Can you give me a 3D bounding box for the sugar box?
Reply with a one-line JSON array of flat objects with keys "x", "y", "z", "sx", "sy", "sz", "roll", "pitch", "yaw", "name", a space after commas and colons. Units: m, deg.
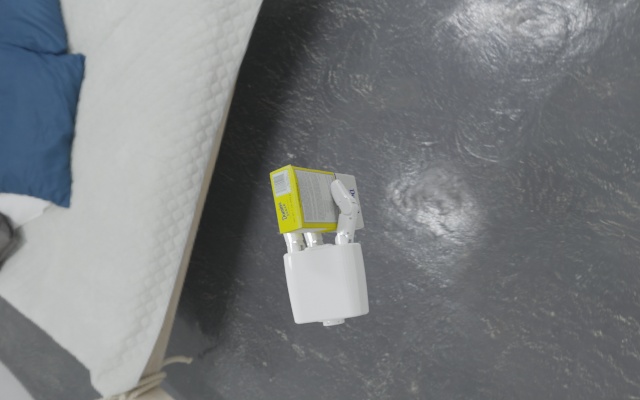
[{"x": 0.000, "y": 0.003, "z": 0.738, "sx": 0.048, "sy": 0.093, "sz": 0.176, "roll": -16, "pitch": -12, "yaw": 31, "name": "sugar box"}]
